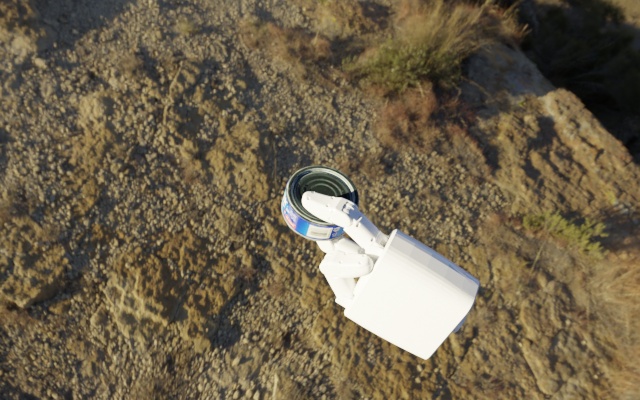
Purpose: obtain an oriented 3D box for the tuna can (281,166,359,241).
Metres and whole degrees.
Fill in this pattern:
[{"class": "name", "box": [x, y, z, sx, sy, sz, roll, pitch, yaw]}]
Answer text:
[{"class": "tuna can", "box": [0.000, 0.001, 0.543, 0.086, 0.086, 0.034, 0, -36, -14]}]
